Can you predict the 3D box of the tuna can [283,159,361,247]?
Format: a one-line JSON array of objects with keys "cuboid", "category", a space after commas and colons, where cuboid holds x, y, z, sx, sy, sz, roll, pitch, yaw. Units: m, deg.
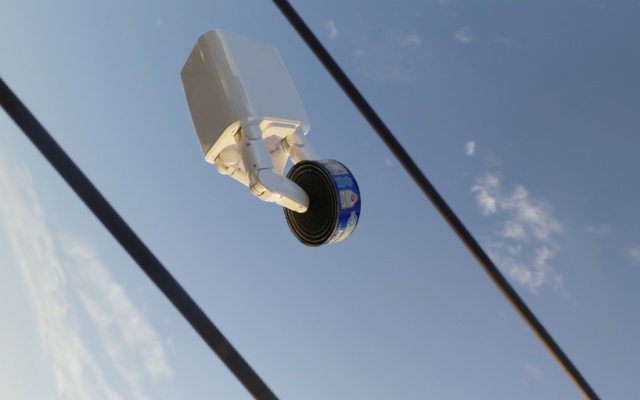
[{"cuboid": [0.001, 0.002, 0.477, 0.034, 0.086, 0.086, -8, 5, -40], "category": "tuna can"}]
